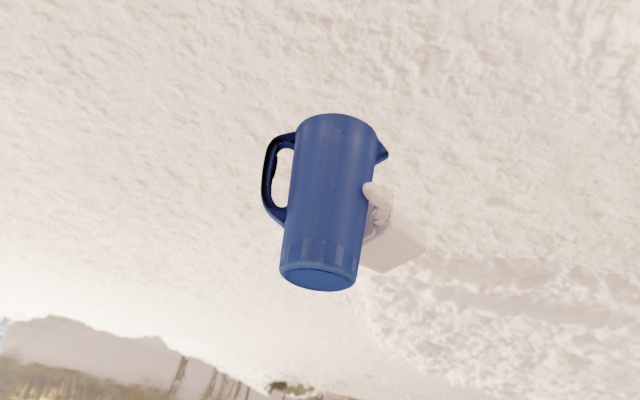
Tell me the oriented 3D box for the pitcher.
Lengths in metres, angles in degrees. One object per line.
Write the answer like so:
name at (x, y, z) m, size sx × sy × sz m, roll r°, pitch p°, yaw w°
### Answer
pitcher at (0.000, 0.002, 0.703) m, size 0.149 × 0.242 × 0.145 m, roll -17°, pitch -37°, yaw 40°
